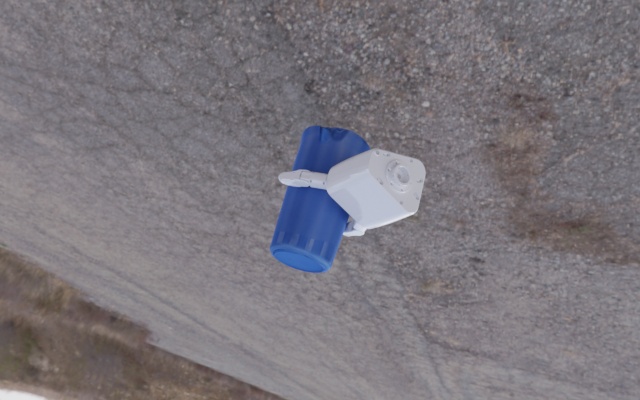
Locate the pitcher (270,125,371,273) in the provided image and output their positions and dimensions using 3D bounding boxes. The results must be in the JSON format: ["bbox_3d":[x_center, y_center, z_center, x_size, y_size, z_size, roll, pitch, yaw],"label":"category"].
[{"bbox_3d":[0.000,0.003,0.849,0.149,0.242,0.145,30,-26,-25],"label":"pitcher"}]
